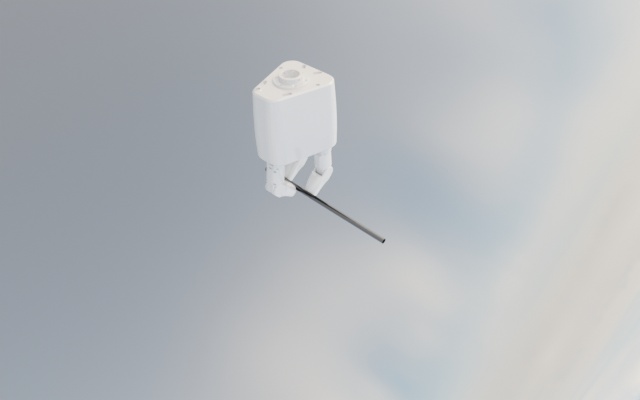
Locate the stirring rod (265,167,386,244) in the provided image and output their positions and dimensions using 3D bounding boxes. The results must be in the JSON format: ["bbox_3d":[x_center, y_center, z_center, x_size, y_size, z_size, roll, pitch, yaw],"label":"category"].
[{"bbox_3d":[0.000,0.002,0.728,0.239,0.011,0.011,32,17,30],"label":"stirring rod"}]
